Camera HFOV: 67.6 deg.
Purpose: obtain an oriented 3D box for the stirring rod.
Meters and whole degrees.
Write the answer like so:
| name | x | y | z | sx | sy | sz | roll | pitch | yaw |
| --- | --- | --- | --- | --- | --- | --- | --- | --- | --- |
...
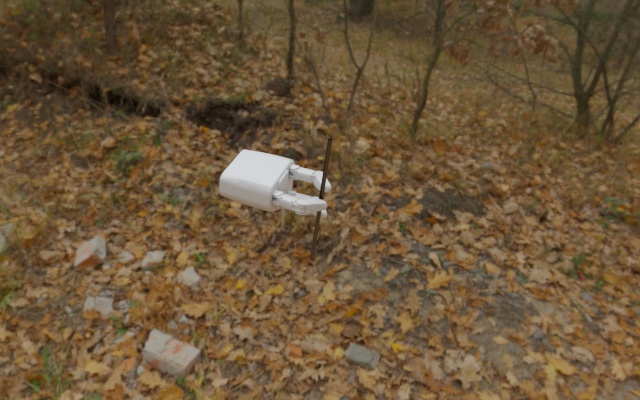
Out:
| name | x | y | z | sx | sy | sz | roll | pitch | yaw |
| --- | --- | --- | --- | --- | --- | --- | --- | --- | --- |
| stirring rod | 0.000 | 0.003 | 0.865 | 0.011 | 0.240 | 0.011 | 7 | 26 | -3 |
